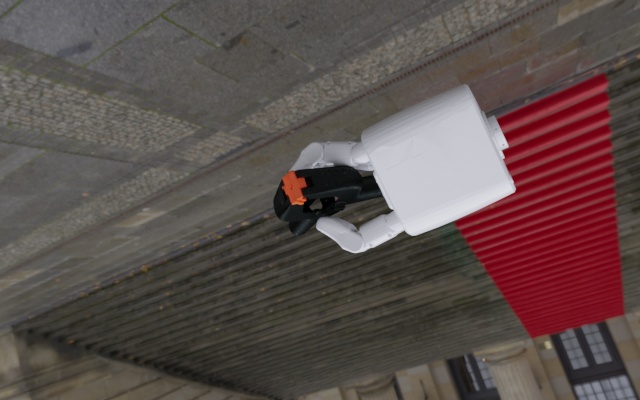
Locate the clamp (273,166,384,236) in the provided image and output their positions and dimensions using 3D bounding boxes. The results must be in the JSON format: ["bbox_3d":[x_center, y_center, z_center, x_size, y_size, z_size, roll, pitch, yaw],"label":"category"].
[{"bbox_3d":[0.000,0.002,0.517,0.164,0.036,0.210,-26,-13,21],"label":"clamp"}]
